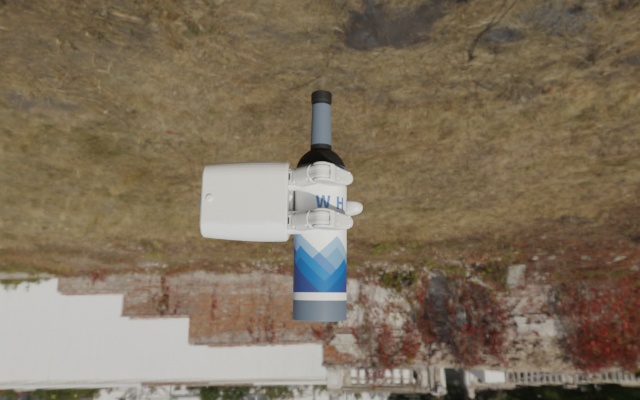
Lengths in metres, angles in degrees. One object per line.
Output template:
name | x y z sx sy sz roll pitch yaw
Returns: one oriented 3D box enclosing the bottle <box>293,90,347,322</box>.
bottle | 0.000 0.002 0.612 0.069 0.295 0.069 0 -11 0
